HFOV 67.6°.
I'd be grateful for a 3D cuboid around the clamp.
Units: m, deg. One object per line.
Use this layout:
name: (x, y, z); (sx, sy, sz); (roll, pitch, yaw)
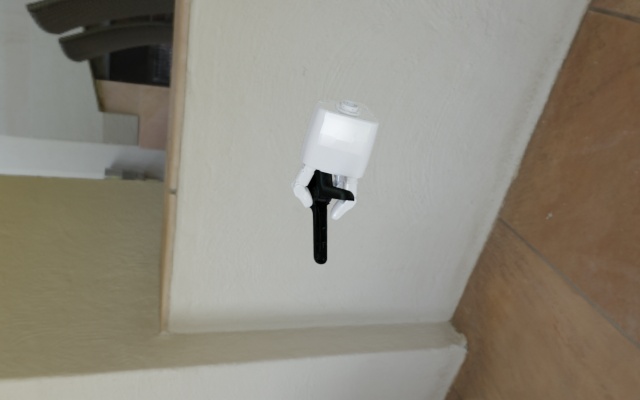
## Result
clamp: (-0.001, 0.002, 0.889); (0.036, 0.165, 0.209); (7, 32, -22)
